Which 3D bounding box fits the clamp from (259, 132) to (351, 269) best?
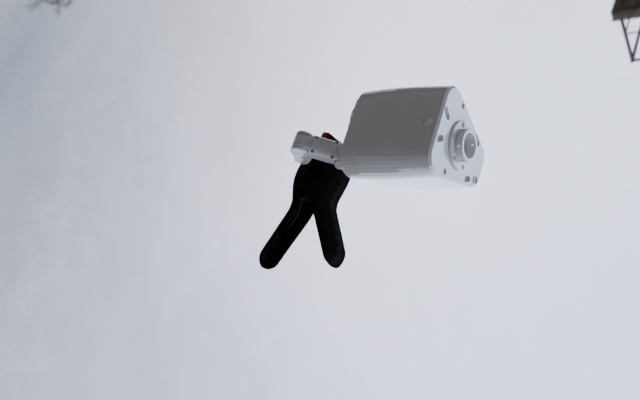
[{"bbox_3d":[0.000,0.002,0.526,0.120,0.171,0.039,6,-20,43],"label":"clamp"}]
